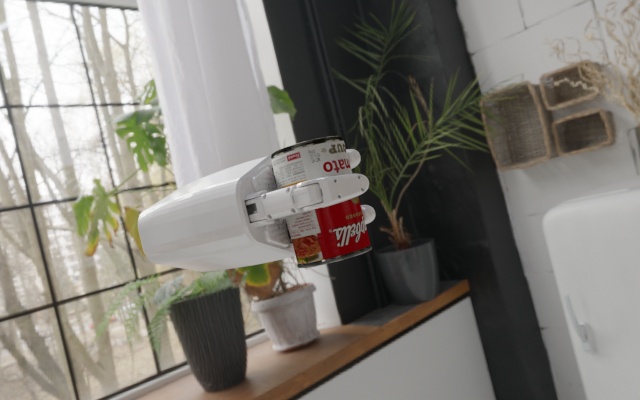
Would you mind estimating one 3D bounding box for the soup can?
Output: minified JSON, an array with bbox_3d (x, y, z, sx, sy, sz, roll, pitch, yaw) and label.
[{"bbox_3d":[0.000,0.001,0.421,0.068,0.102,0.068,-14,-1,0],"label":"soup can"}]
